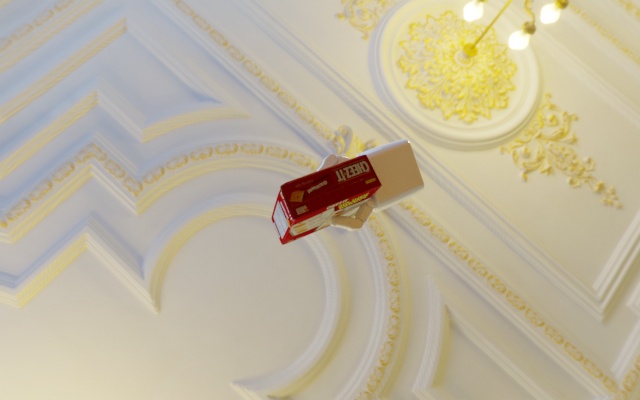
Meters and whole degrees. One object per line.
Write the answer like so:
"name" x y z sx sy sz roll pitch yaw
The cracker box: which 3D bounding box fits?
"cracker box" 0.000 0.003 0.881 0.164 0.072 0.214 -22 -11 -15
